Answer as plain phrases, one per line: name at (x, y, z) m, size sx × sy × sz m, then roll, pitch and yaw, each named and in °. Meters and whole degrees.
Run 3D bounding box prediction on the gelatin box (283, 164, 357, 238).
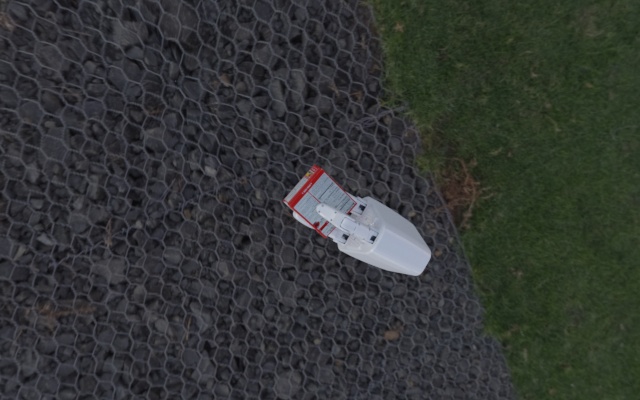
gelatin box at (0.000, 0.002, 0.716) m, size 0.089 × 0.073 × 0.030 m, roll 43°, pitch -3°, yaw -30°
